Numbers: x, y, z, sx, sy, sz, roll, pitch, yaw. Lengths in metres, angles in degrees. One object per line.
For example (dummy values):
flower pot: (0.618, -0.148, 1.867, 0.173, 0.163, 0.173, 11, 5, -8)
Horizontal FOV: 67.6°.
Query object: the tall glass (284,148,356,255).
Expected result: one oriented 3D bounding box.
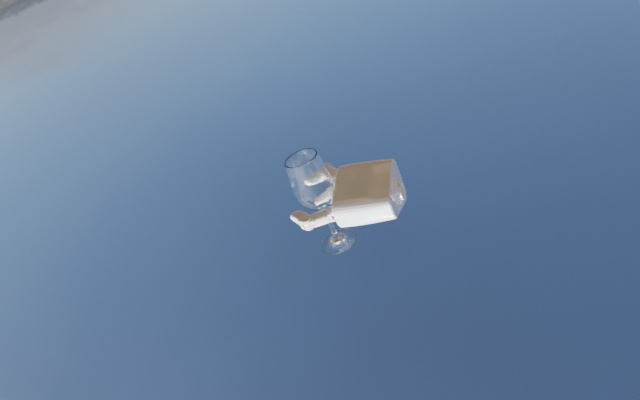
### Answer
tall glass: (0.000, 0.004, 0.887, 0.079, 0.201, 0.079, -18, 32, 11)
